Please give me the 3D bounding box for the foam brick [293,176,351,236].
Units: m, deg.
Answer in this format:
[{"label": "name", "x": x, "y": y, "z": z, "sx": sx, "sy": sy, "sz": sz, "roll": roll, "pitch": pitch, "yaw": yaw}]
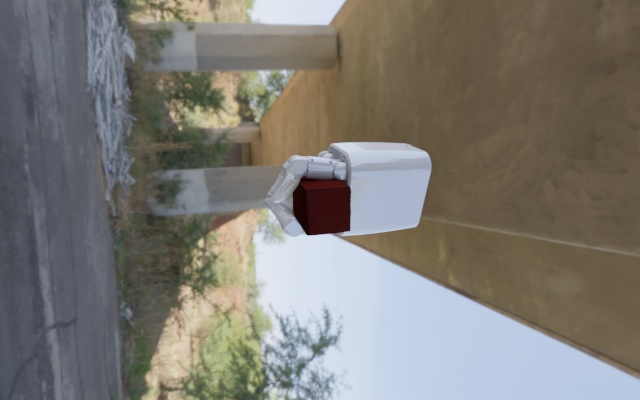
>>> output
[{"label": "foam brick", "x": 0.000, "y": 0.002, "z": 0.549, "sx": 0.051, "sy": 0.053, "sz": 0.078, "roll": -4, "pitch": 17, "yaw": -14}]
